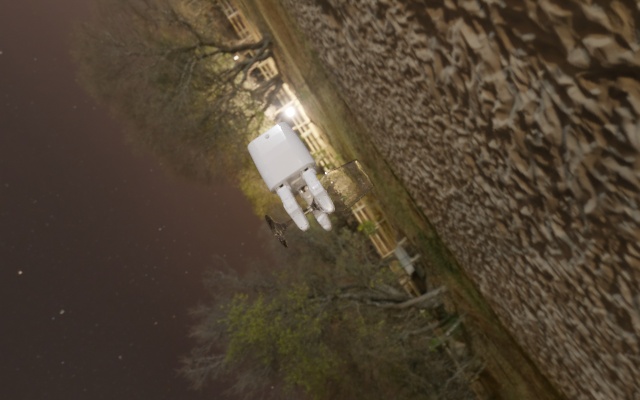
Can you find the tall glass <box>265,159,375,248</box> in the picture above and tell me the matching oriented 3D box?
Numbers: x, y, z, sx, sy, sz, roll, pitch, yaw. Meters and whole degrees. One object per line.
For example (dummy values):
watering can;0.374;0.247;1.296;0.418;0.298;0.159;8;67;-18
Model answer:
tall glass;0.000;0.003;0.887;0.201;0.079;0.079;-33;-3;4
